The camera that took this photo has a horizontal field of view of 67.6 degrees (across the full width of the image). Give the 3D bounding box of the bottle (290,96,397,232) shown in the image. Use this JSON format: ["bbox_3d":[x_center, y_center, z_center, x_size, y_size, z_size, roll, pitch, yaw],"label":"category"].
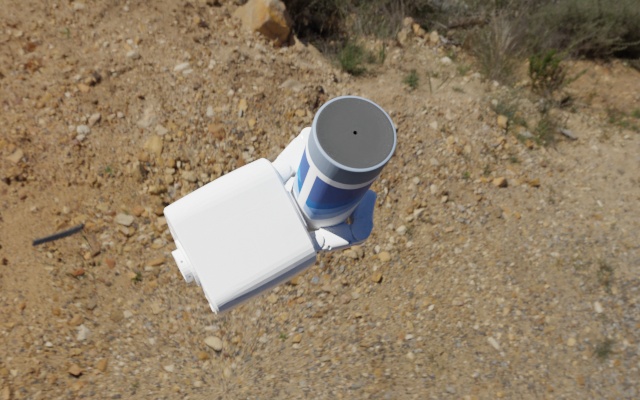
[{"bbox_3d":[0.000,0.002,0.498,0.069,0.069,0.296,0,-21,-11],"label":"bottle"}]
